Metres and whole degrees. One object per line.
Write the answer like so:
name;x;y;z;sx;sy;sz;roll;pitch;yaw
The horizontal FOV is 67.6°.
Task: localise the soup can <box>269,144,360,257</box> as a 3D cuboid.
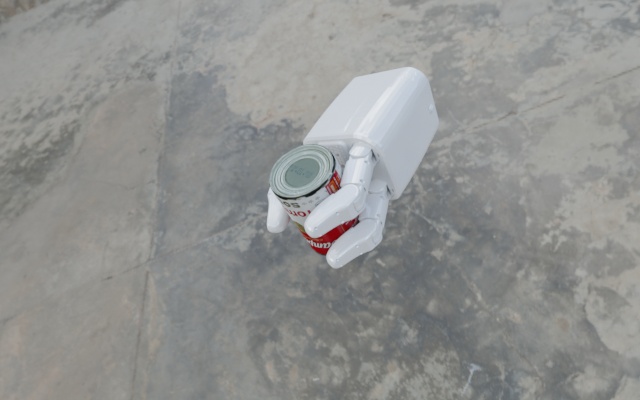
soup can;0.000;0.002;0.477;0.068;0.068;0.102;0;-36;26
